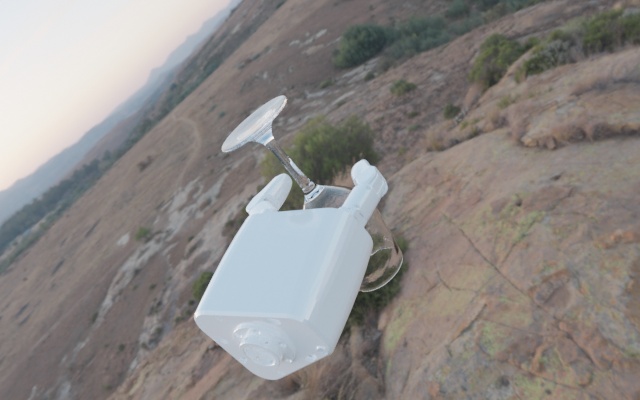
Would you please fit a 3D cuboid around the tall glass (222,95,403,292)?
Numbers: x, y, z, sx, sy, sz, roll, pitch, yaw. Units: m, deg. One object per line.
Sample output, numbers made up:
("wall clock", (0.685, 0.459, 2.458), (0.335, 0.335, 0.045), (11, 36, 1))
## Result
("tall glass", (0.000, 0.001, 0.460), (0.201, 0.079, 0.079), (49, -25, -23))
